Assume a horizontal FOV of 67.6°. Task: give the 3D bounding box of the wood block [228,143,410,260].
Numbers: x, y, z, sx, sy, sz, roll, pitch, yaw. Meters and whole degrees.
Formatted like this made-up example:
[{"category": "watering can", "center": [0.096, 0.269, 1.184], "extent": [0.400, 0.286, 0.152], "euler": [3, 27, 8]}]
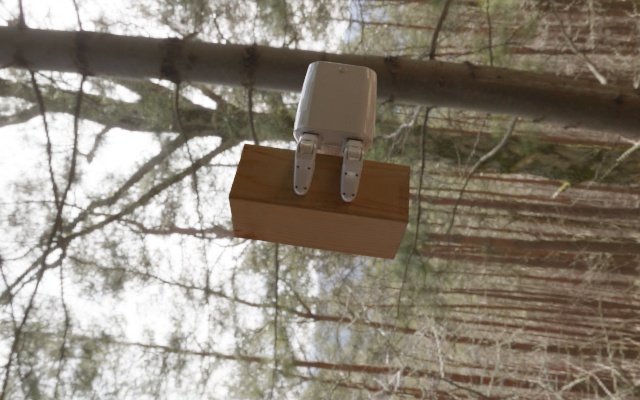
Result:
[{"category": "wood block", "center": [0.000, 0.002, 0.598], "extent": [0.206, 0.090, 0.091], "euler": [8, -35, 1]}]
